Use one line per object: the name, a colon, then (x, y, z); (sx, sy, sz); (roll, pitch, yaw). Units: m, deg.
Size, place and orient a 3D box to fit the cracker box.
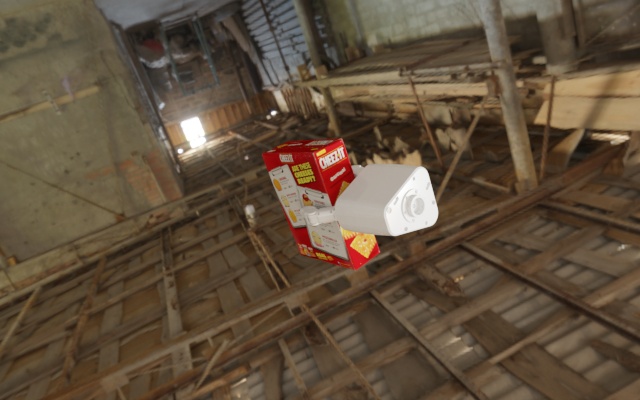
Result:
cracker box: (0.000, 0.003, 0.833); (0.072, 0.214, 0.164); (-31, 21, -31)
